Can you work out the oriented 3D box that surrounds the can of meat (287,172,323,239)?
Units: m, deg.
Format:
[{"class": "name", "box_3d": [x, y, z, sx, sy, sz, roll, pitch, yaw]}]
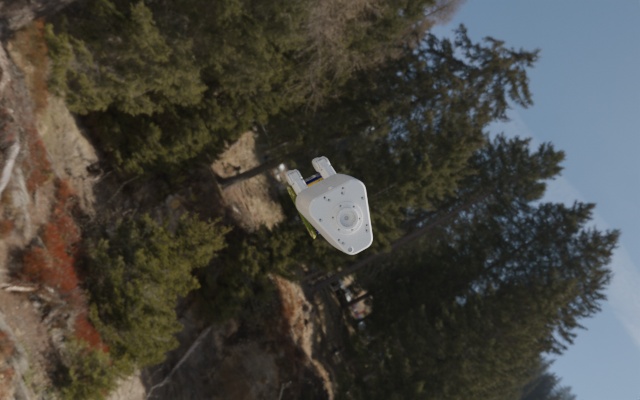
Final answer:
[{"class": "can of meat", "box_3d": [0.000, 0.003, 0.852, 0.084, 0.102, 0.057, -27, 7, -7]}]
